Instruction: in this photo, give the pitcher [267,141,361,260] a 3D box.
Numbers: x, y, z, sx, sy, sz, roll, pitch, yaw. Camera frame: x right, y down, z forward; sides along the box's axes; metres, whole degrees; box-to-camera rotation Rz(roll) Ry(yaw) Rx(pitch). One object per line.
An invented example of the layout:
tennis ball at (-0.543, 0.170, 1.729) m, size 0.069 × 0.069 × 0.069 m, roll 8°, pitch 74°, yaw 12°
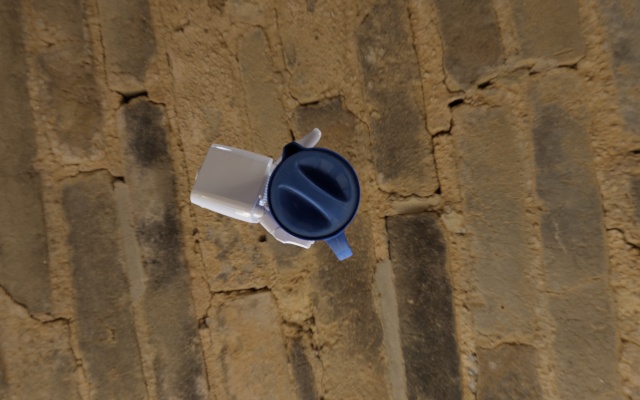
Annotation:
pitcher at (0.000, 0.002, 0.786) m, size 0.145 × 0.149 × 0.243 m, roll 17°, pitch 0°, yaw 4°
